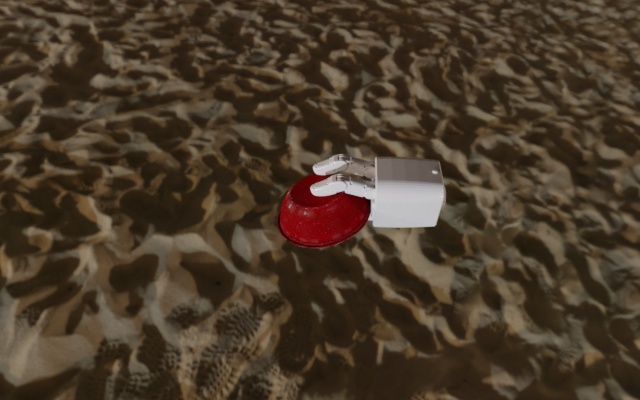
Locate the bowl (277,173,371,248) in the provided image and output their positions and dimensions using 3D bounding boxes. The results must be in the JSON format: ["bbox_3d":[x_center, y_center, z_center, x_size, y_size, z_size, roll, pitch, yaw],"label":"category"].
[{"bbox_3d":[-0.001,0.003,0.788,0.162,0.055,0.162,-9,39,8],"label":"bowl"}]
